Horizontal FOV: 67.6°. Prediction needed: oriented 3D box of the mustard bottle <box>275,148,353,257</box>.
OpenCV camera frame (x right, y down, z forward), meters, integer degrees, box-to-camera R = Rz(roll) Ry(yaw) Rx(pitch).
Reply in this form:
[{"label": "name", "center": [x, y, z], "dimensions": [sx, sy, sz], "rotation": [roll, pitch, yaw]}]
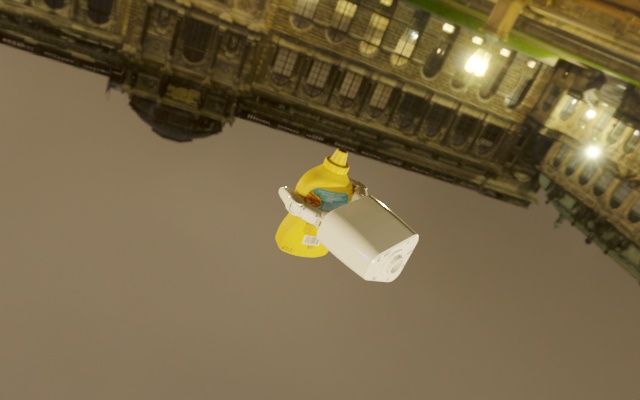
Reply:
[{"label": "mustard bottle", "center": [0.000, 0.003, 0.786], "dimensions": [0.096, 0.192, 0.058], "rotation": [10, 28, -27]}]
